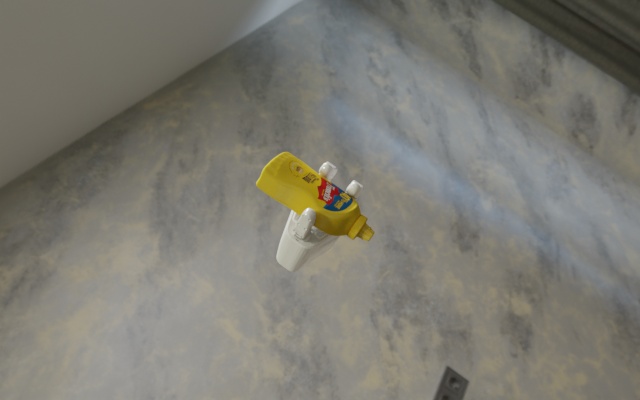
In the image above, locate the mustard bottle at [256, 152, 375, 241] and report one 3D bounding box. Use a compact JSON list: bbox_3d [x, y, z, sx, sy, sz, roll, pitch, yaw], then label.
[{"bbox_3d":[0.000,0.002,0.742,0.191,0.058,0.096,35,29,6],"label":"mustard bottle"}]
